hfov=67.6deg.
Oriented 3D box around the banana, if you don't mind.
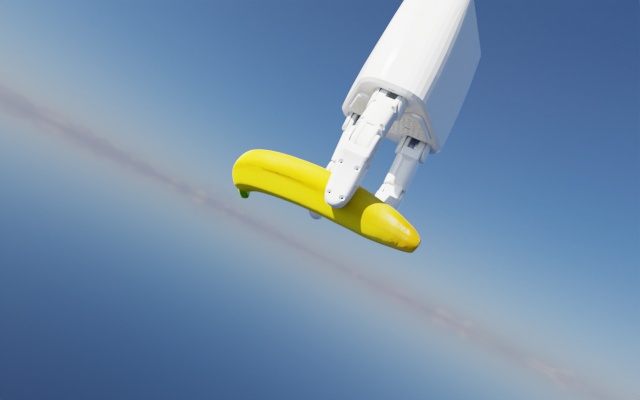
[{"bbox_3d":[-0.011,-0.008,0.395,0.197,0.037,0.070,19,-16,36],"label":"banana"}]
